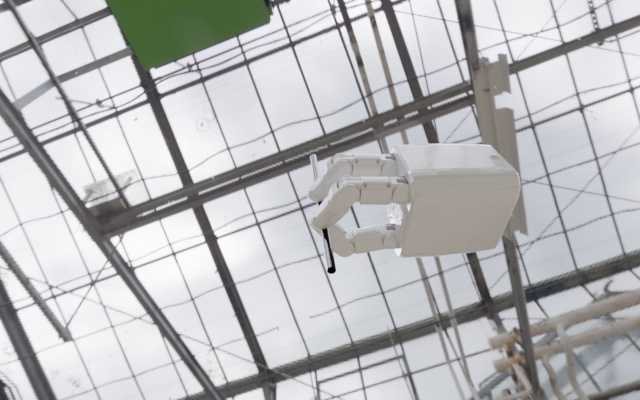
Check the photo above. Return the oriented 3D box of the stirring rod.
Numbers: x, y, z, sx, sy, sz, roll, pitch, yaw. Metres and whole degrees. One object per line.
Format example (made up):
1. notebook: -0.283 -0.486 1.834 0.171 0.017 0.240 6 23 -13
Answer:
1. stirring rod: 0.000 0.002 0.513 0.011 0.011 0.239 0 29 -5
